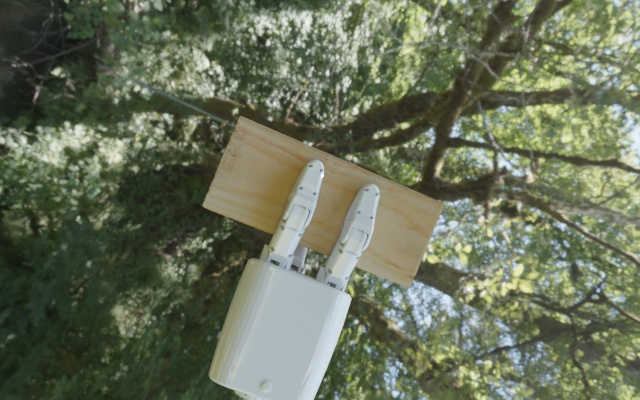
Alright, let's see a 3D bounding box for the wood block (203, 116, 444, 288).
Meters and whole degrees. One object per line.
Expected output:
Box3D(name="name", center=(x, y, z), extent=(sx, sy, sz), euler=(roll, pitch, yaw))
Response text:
Box3D(name="wood block", center=(0.000, 0.002, 0.476), extent=(0.206, 0.090, 0.091), euler=(23, -1, -9))
